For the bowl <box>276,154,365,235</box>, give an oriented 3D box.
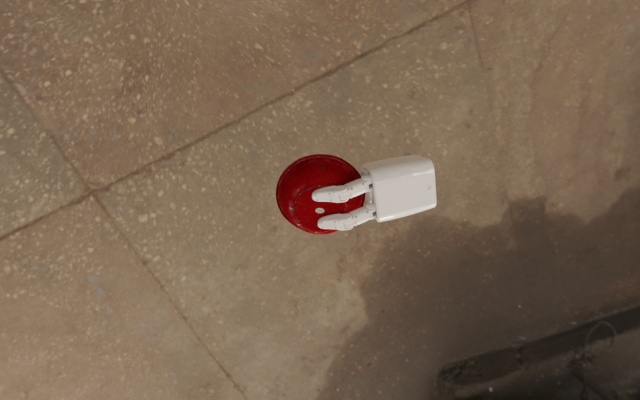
[{"bbox_3d":[-0.001,0.003,0.836,0.162,0.162,0.055,0,29,0],"label":"bowl"}]
